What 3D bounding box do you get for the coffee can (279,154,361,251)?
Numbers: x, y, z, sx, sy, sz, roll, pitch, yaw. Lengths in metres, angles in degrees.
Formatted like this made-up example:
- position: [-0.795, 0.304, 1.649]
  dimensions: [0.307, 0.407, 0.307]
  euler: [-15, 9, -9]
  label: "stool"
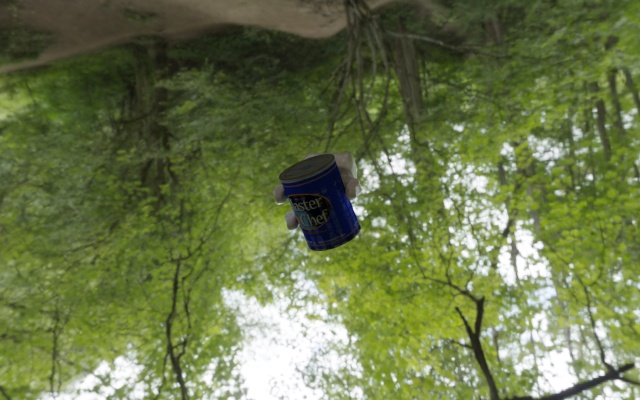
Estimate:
- position: [0.000, 0.003, 0.837]
  dimensions: [0.103, 0.140, 0.102]
  euler: [-19, 19, 7]
  label: "coffee can"
